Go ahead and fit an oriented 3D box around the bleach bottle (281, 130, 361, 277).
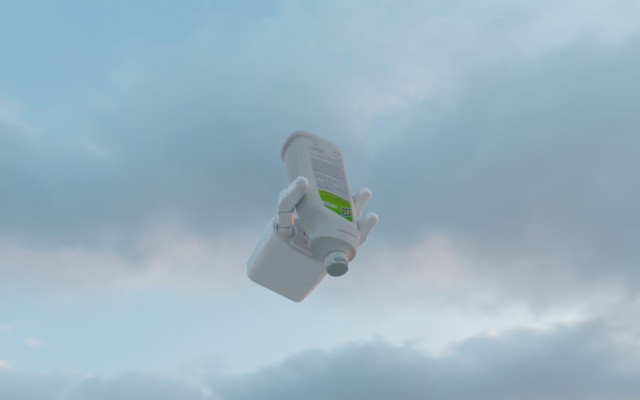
[{"bbox_3d":[0.000,0.002,0.699,0.102,0.068,0.250,18,37,-23],"label":"bleach bottle"}]
